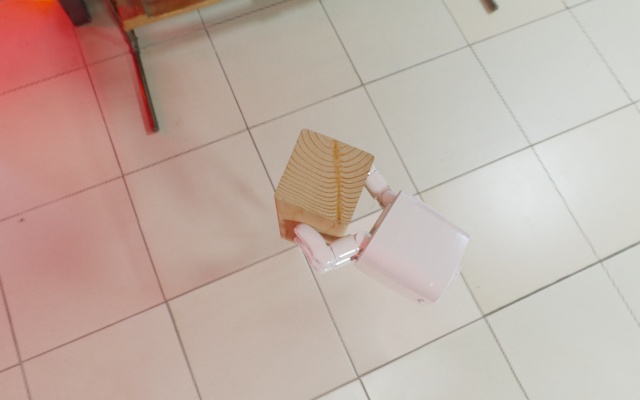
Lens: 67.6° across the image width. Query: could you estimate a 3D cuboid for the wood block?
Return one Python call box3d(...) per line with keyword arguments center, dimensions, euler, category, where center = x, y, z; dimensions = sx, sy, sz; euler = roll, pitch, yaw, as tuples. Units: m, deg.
box3d(center=(0.001, 0.002, 0.621), dimensions=(0.090, 0.090, 0.206), euler=(21, -17, 3), category="wood block")
